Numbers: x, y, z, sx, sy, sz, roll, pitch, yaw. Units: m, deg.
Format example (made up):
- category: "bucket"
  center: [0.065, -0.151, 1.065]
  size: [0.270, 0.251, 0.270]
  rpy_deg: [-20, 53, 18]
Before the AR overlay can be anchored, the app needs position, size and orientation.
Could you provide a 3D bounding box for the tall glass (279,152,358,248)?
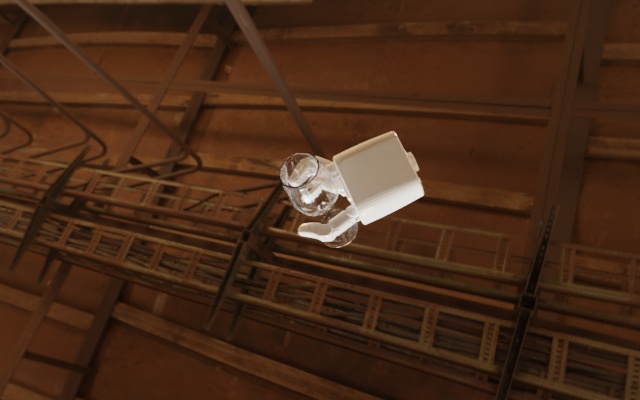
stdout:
- category: "tall glass"
  center: [0.000, 0.003, 0.765]
  size: [0.079, 0.079, 0.201]
  rpy_deg: [0, -28, 21]
